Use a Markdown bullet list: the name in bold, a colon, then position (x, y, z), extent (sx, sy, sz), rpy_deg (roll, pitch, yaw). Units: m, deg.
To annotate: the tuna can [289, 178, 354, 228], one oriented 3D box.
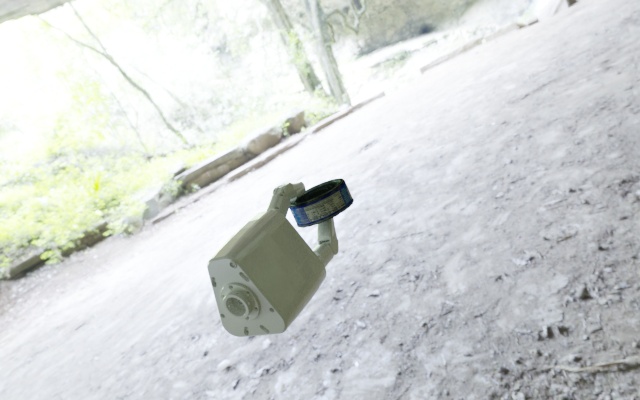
- **tuna can**: position (0.000, 0.002, 0.649), extent (0.086, 0.034, 0.086), rpy_deg (-24, 12, 5)
